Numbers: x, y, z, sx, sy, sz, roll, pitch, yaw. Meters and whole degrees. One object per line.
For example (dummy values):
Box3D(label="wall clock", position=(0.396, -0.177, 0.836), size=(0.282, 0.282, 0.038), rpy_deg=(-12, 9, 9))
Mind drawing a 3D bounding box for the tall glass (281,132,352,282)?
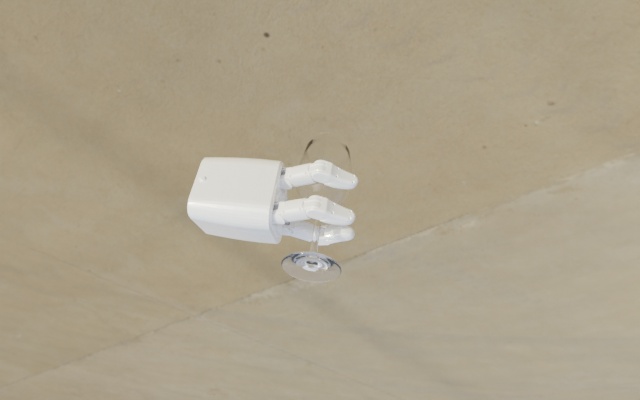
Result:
Box3D(label="tall glass", position=(0.000, 0.003, 0.637), size=(0.079, 0.201, 0.079), rpy_deg=(6, -35, 4))
